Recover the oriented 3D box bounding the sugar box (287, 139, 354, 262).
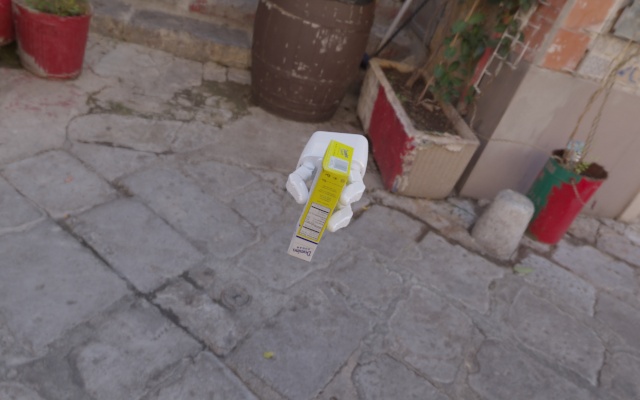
[{"bbox_3d":[0.001,0.002,0.752,0.048,0.176,0.093,19,34,-2],"label":"sugar box"}]
